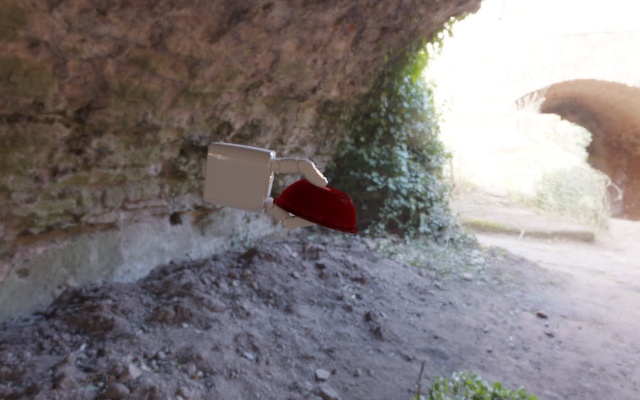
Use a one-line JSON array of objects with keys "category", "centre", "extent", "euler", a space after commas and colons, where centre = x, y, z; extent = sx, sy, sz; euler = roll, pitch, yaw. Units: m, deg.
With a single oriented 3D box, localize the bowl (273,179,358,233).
[{"category": "bowl", "centre": [0.001, 0.003, 0.846], "extent": [0.162, 0.055, 0.162], "euler": [20, 7, -3]}]
